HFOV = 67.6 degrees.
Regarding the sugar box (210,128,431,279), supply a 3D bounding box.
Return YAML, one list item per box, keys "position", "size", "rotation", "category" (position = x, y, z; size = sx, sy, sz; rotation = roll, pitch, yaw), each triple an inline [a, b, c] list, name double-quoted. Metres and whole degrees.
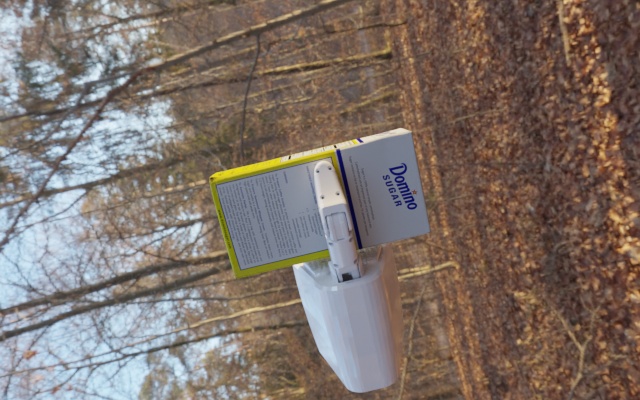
- position: [0.000, 0.001, 0.422]
  size: [0.176, 0.093, 0.048]
  rotation: [-13, 13, -1]
  category: "sugar box"
